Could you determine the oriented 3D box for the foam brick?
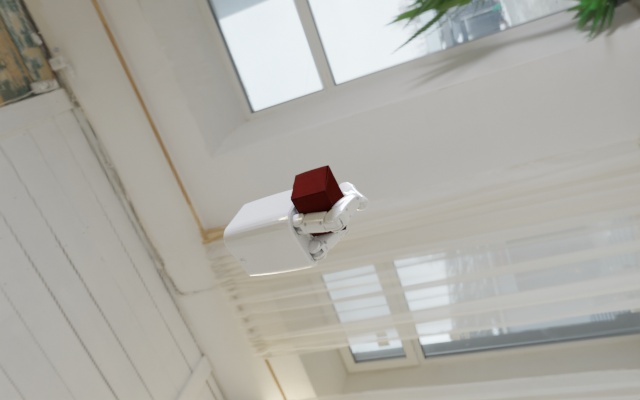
[{"bbox_3d":[0.000,0.002,0.648,0.051,0.078,0.053,-13,39,20],"label":"foam brick"}]
